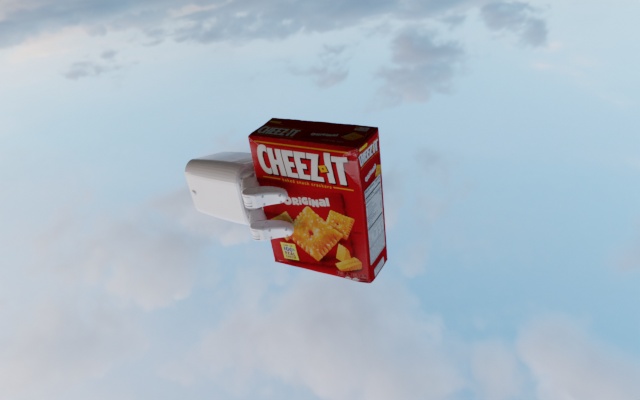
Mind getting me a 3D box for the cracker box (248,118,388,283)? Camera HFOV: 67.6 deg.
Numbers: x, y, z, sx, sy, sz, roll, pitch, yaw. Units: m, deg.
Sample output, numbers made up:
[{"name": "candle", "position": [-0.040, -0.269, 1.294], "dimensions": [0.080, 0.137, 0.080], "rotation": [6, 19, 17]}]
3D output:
[{"name": "cracker box", "position": [0.000, 0.002, 0.661], "dimensions": [0.164, 0.214, 0.072], "rotation": [10, 36, 27]}]
